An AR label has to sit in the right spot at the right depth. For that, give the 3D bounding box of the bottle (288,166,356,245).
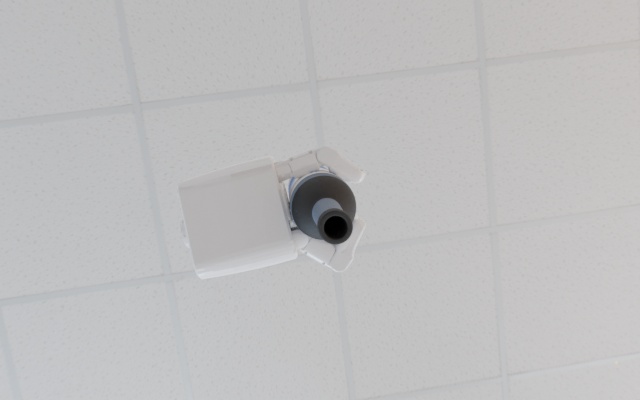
[{"bbox_3d":[0.000,0.002,0.517,0.069,0.069,0.295,0,8,-5],"label":"bottle"}]
